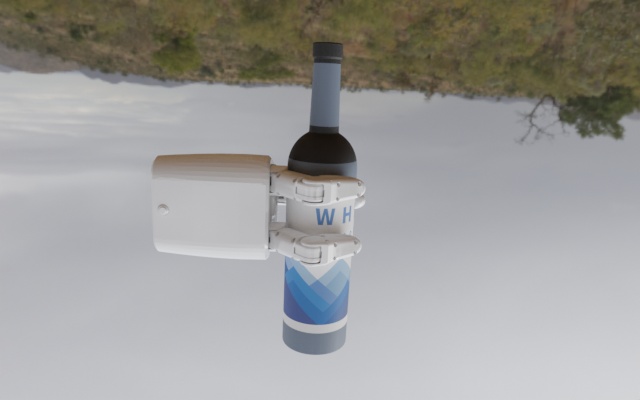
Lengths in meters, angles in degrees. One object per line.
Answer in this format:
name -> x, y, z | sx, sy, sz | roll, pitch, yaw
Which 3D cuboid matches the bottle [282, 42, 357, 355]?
bottle -> 0.000, 0.002, 0.464 | 0.069, 0.296, 0.069 | 3, 14, -1
